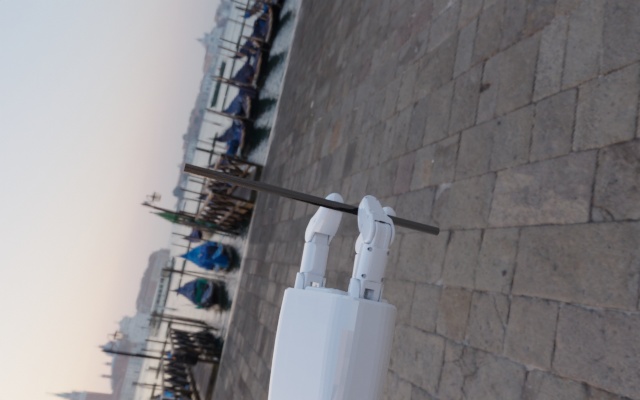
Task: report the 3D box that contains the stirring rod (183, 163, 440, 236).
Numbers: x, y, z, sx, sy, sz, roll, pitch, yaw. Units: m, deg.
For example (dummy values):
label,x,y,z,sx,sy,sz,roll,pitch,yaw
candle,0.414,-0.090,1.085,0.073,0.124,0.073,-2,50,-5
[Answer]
label,x,y,z,sx,sy,sz,roll,pitch,yaw
stirring rod,0.000,0.001,0.426,0.239,0.011,0.011,14,-4,-16
